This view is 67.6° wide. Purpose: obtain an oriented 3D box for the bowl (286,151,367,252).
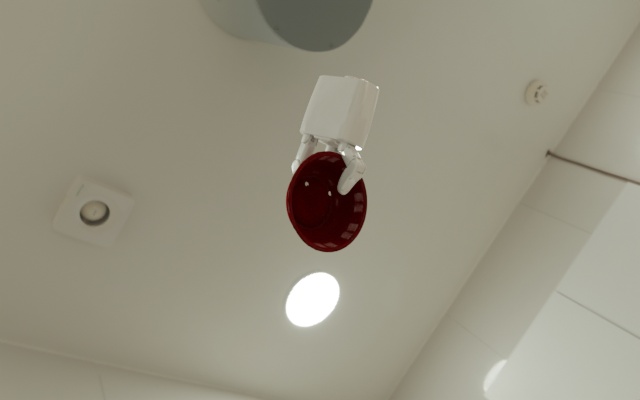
[{"bbox_3d":[-0.001,0.004,0.778,0.162,0.162,0.055,0,-2,-38],"label":"bowl"}]
